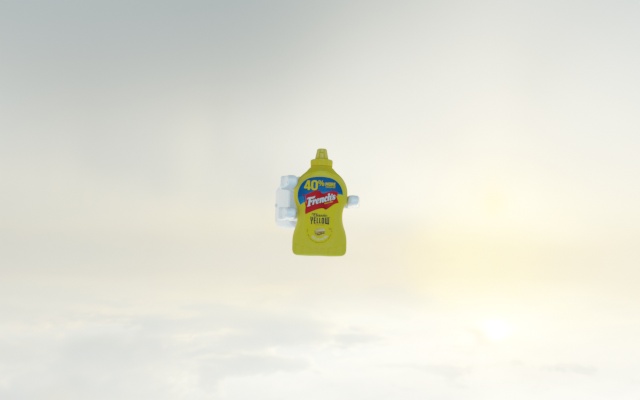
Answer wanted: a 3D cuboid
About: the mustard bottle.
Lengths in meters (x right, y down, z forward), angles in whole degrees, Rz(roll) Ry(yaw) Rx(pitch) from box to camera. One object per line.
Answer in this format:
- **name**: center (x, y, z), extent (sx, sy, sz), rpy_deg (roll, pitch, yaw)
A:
- **mustard bottle**: center (0.000, 0.003, 0.849), extent (0.096, 0.191, 0.058), rpy_deg (2, -6, 1)
